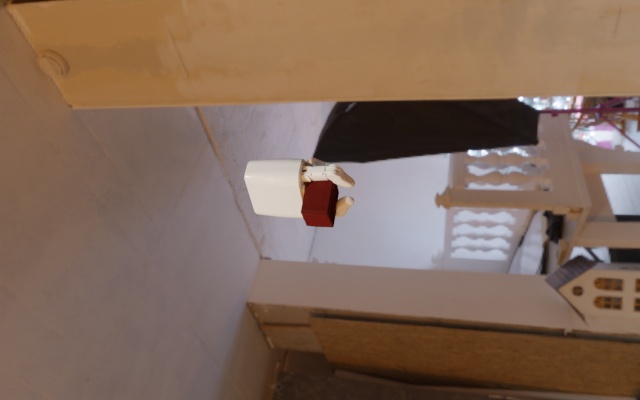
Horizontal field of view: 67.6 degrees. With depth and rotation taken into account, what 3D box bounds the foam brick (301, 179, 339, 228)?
[{"bbox_3d":[0.000,0.003,0.852,0.051,0.078,0.053,2,-31,13],"label":"foam brick"}]
